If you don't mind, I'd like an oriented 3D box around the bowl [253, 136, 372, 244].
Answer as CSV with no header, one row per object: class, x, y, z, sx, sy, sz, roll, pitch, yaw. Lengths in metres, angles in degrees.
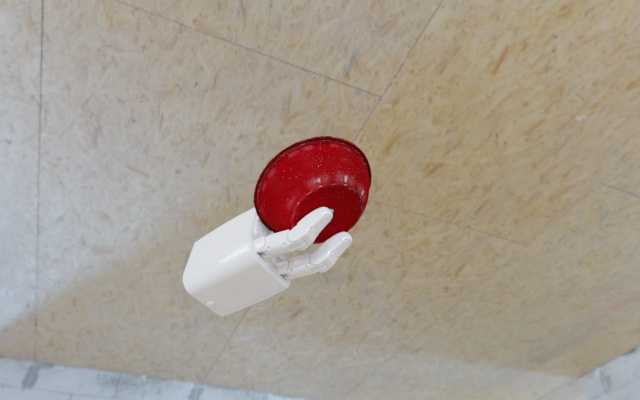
bowl,0.001,0.001,0.604,0.162,0.162,0.055,0,36,-23
